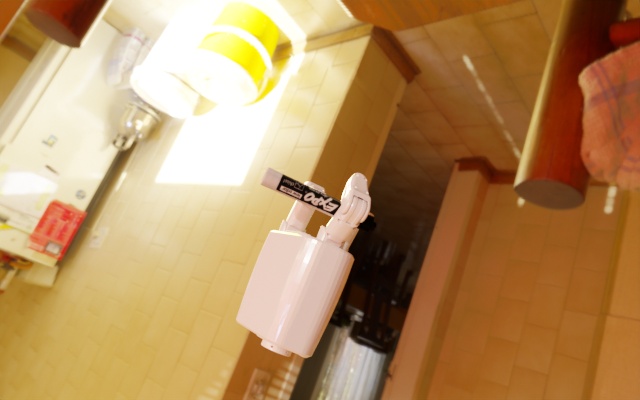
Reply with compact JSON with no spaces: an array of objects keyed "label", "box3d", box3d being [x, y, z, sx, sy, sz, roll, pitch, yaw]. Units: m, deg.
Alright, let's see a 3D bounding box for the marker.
[{"label":"marker","box3d":[0.000,0.001,0.465,0.121,0.020,0.020,25,-5,-10]}]
